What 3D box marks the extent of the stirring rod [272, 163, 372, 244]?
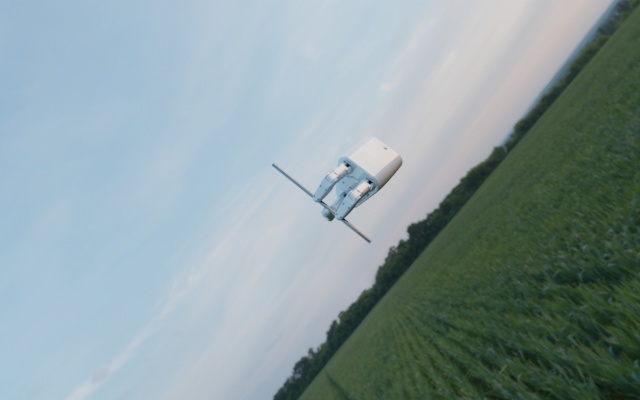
[{"bbox_3d":[0.000,0.003,0.898,0.239,0.011,0.011,39,10,12],"label":"stirring rod"}]
